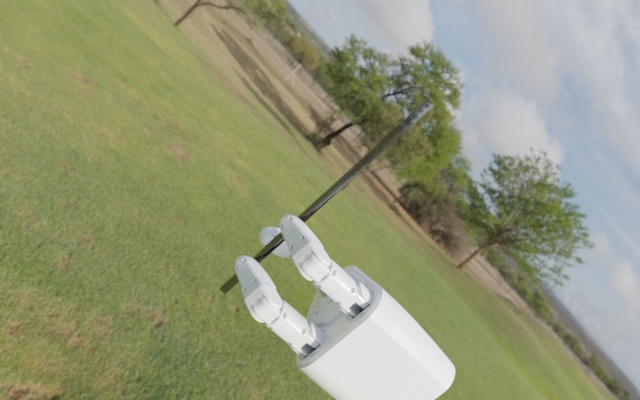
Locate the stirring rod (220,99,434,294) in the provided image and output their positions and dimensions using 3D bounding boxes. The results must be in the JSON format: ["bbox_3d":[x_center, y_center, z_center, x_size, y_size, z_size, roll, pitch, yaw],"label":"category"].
[{"bbox_3d":[0.000,0.001,0.403,0.239,0.011,0.011,-42,-11,12],"label":"stirring rod"}]
